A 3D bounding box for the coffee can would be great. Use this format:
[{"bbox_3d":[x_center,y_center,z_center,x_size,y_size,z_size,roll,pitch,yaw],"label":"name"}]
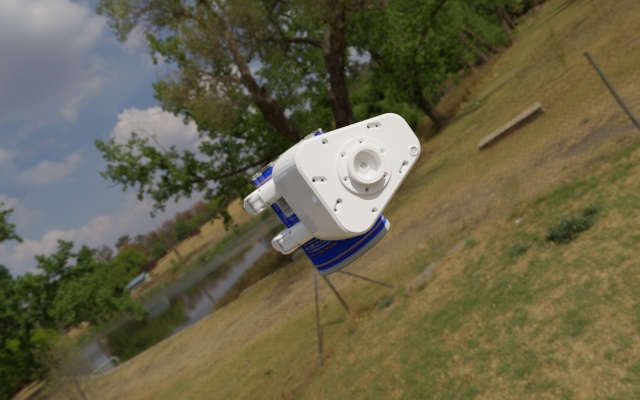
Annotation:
[{"bbox_3d":[0.000,0.002,0.564,0.103,0.140,0.103,-36,5,4],"label":"coffee can"}]
